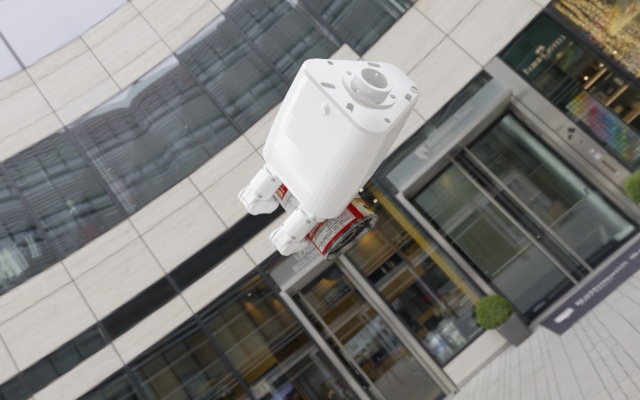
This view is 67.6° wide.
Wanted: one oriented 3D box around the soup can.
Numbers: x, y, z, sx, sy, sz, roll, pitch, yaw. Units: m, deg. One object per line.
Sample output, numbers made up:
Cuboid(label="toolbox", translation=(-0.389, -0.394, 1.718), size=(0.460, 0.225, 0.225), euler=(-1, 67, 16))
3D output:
Cuboid(label="soup can", translation=(0.000, 0.002, 0.490), size=(0.068, 0.102, 0.068), euler=(-37, -18, -14))
